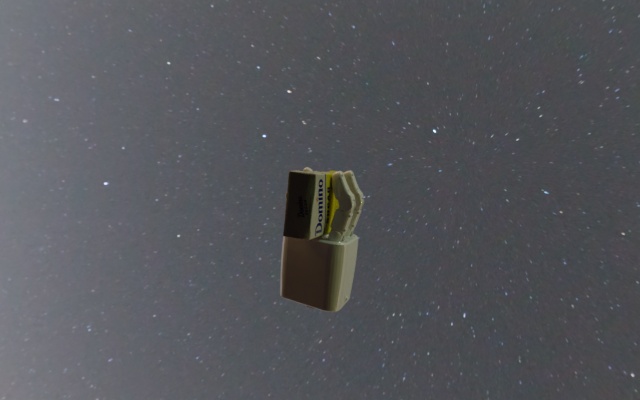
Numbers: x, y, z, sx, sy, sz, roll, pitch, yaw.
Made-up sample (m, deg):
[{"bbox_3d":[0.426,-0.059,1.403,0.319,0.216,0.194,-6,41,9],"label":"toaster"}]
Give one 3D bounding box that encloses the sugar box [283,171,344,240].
[{"bbox_3d":[0.001,0.003,0.721,0.048,0.093,0.176,7,6,16],"label":"sugar box"}]
